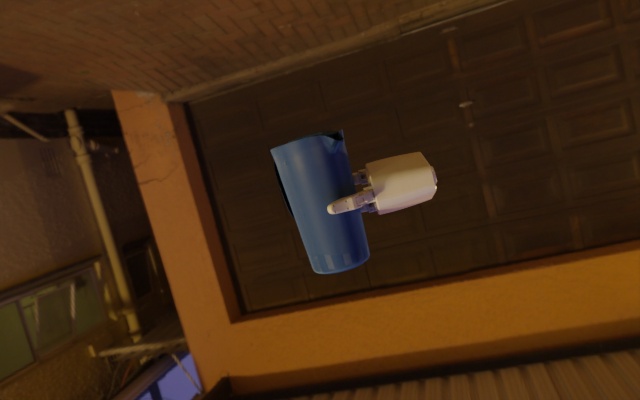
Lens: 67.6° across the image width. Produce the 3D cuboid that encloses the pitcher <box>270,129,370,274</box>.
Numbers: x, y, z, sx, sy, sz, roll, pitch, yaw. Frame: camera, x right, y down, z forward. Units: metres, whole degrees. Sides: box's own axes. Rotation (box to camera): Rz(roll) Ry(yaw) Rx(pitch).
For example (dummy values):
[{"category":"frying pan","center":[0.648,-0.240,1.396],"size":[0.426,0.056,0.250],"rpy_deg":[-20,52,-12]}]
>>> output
[{"category":"pitcher","center":[0.000,0.003,0.860],"size":[0.145,0.243,0.149],"rpy_deg":[-15,5,3]}]
